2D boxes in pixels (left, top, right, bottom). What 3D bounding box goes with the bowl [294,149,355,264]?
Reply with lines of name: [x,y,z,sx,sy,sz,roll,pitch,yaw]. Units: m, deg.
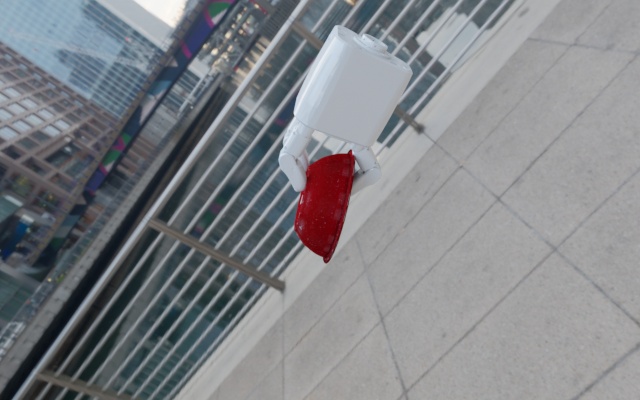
bowl: [-0.001,0.003,0.655,0.055,0.162,0.162,13,-1,-5]
